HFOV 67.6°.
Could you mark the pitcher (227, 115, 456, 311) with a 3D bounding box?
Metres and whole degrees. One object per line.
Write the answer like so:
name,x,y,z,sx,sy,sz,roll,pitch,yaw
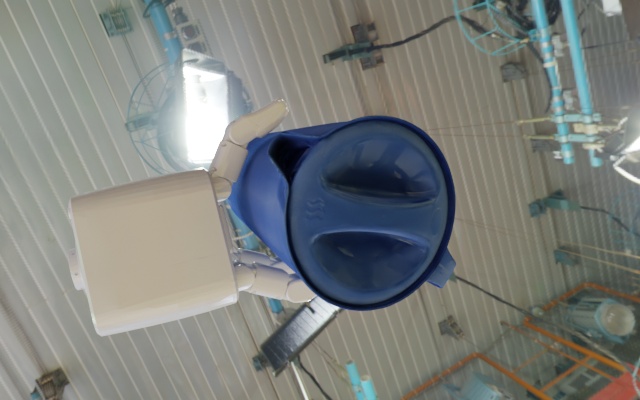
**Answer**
pitcher,0.000,0.001,0.428,0.145,0.149,0.243,-14,13,-21
